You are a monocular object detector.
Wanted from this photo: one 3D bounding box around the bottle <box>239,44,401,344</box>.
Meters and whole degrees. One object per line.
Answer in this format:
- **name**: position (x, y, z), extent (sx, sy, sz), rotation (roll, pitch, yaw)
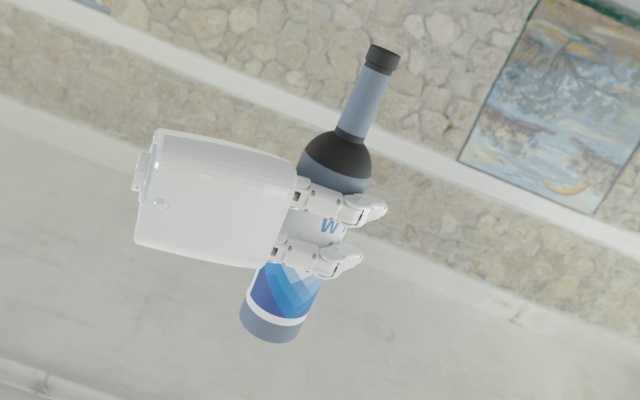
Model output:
- **bottle**: position (0.000, 0.002, 0.448), extent (0.069, 0.296, 0.069), rotation (20, 22, -8)
